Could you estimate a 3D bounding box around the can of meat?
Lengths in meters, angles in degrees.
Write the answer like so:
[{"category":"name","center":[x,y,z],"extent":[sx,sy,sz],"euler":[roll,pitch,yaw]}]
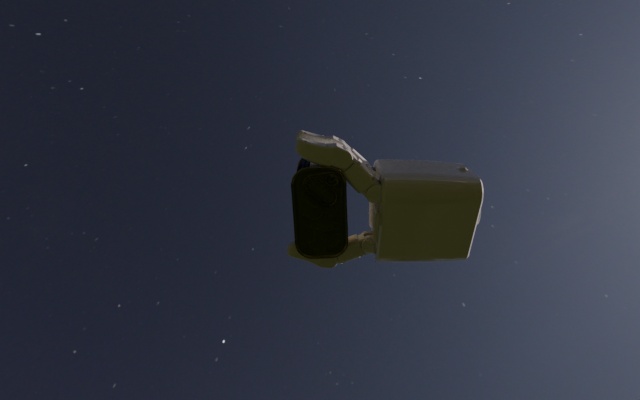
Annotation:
[{"category":"can of meat","center":[0.000,0.002,0.539],"extent":[0.057,0.102,0.084],"euler":[-3,18,2]}]
